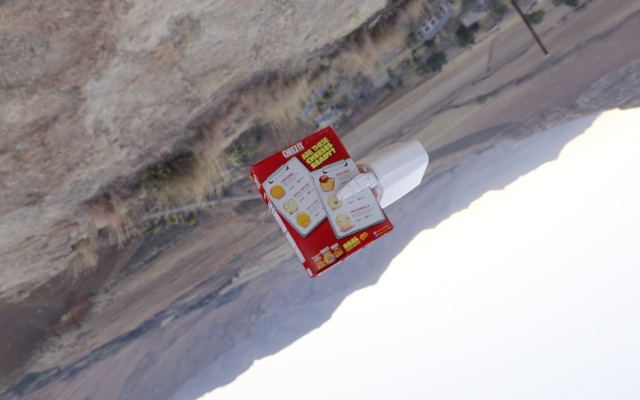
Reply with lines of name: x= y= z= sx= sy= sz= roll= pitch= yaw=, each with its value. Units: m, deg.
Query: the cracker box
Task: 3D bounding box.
cracker box: x=0.000 y=0.003 z=0.833 sx=0.164 sy=0.213 sz=0.072 roll=-30 pitch=-7 yaw=-16
